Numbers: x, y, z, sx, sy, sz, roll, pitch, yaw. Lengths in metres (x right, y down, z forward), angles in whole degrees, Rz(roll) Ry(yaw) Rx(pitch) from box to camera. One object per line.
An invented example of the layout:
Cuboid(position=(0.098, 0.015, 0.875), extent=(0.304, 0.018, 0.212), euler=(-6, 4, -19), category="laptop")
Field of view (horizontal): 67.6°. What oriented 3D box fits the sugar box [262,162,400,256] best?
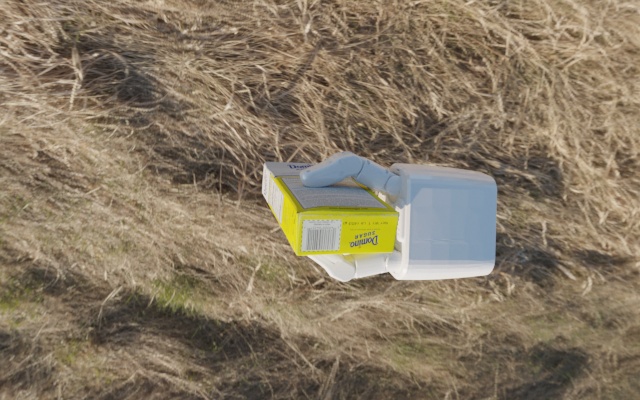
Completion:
Cuboid(position=(0.000, 0.002, 0.486), extent=(0.093, 0.048, 0.176), euler=(1, 15, -16), category="sugar box")
